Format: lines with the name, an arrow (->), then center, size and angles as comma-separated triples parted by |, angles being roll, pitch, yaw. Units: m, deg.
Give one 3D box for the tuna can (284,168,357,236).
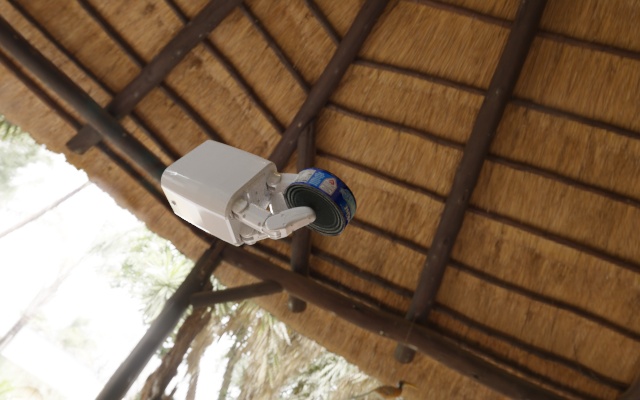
tuna can -> 0.000, 0.002, 0.576 | 0.086, 0.086, 0.033 | 0, 43, 45
